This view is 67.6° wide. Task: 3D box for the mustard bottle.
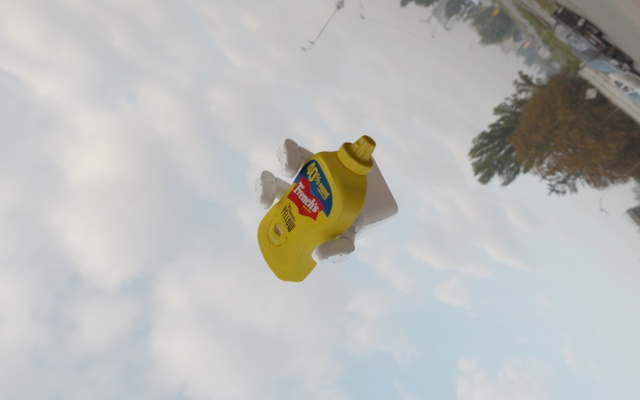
[{"bbox_3d":[0.000,0.002,0.549,0.058,0.096,0.192,14,-53,-39],"label":"mustard bottle"}]
